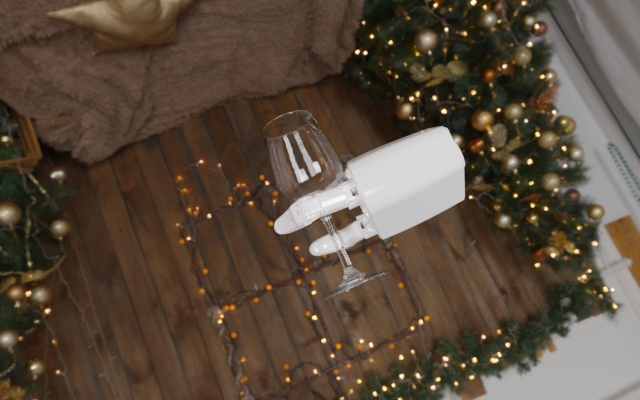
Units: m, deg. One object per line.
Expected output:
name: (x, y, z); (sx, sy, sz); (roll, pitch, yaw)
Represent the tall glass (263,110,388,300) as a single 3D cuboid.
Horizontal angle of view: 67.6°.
tall glass: (0.000, 0.002, 0.528); (0.079, 0.201, 0.079); (-22, -12, -5)
